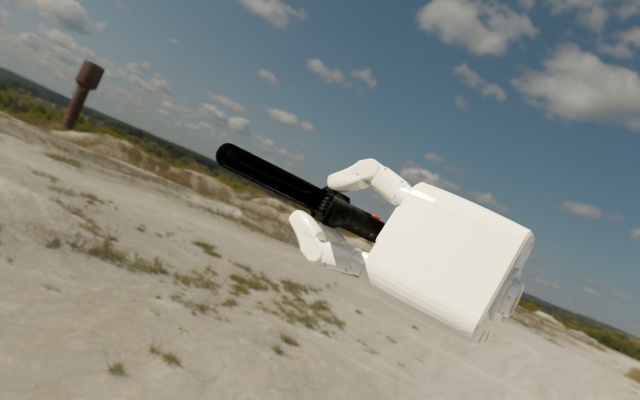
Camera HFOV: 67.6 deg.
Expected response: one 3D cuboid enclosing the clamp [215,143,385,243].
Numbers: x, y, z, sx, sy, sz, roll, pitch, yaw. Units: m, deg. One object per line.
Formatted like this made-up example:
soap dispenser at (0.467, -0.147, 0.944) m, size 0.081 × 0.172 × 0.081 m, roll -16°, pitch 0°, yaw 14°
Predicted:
clamp at (0.001, 0.001, 0.494) m, size 0.164 × 0.036 × 0.210 m, roll 29°, pitch 2°, yaw 32°
